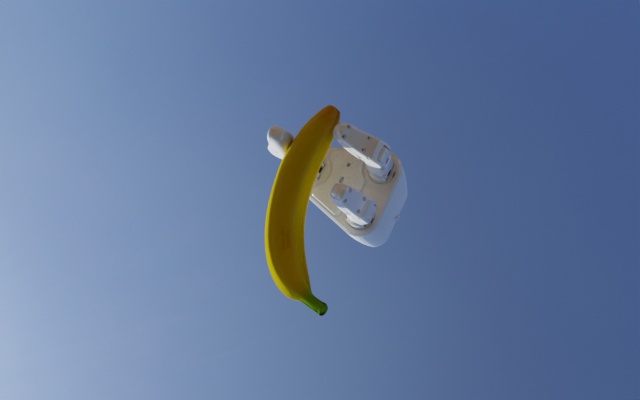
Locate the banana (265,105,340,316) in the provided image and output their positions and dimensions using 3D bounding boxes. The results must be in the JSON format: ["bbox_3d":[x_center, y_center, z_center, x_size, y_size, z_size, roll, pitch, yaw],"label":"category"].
[{"bbox_3d":[-0.018,0.005,0.445,0.069,0.197,0.037,-2,-17,18],"label":"banana"}]
